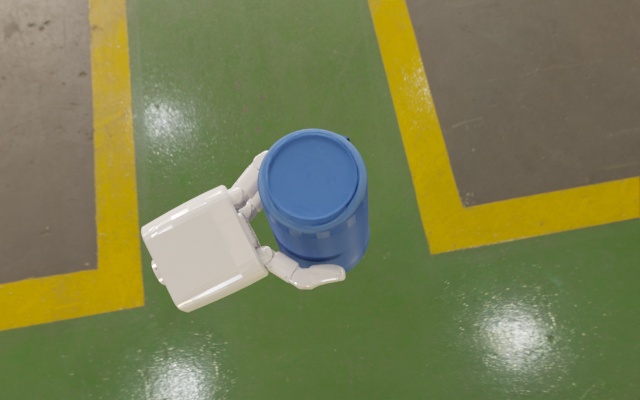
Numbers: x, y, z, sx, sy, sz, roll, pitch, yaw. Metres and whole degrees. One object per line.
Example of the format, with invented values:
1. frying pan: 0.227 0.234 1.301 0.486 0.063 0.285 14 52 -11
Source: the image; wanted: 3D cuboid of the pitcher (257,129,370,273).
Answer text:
1. pitcher: 0.000 0.002 0.572 0.145 0.149 0.243 -25 -16 -5
